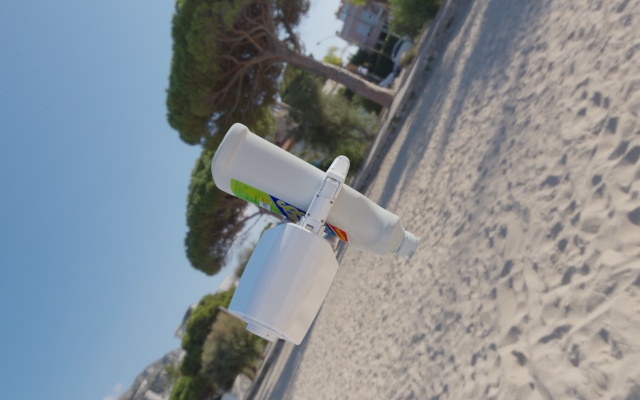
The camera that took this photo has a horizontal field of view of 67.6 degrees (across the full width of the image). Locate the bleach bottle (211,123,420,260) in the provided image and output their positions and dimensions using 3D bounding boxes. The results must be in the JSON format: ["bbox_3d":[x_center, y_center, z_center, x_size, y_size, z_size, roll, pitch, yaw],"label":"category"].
[{"bbox_3d":[0.000,0.002,0.565,0.251,0.068,0.102,25,-18,1],"label":"bleach bottle"}]
